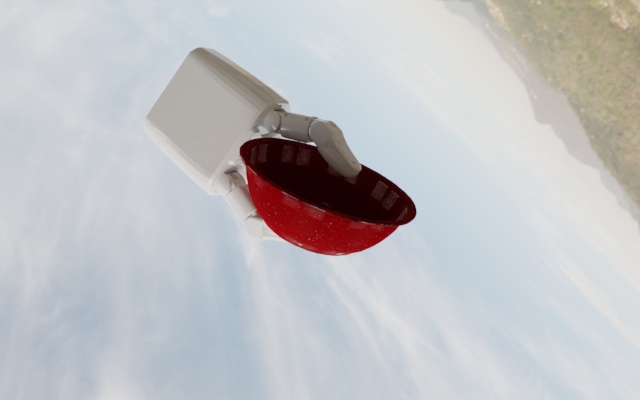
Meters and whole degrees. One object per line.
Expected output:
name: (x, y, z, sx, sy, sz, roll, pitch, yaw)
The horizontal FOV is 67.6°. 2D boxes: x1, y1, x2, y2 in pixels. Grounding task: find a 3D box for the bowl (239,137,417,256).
bowl: (0.001, 0.002, 0.422, 0.162, 0.055, 0.162, 18, 20, -7)
